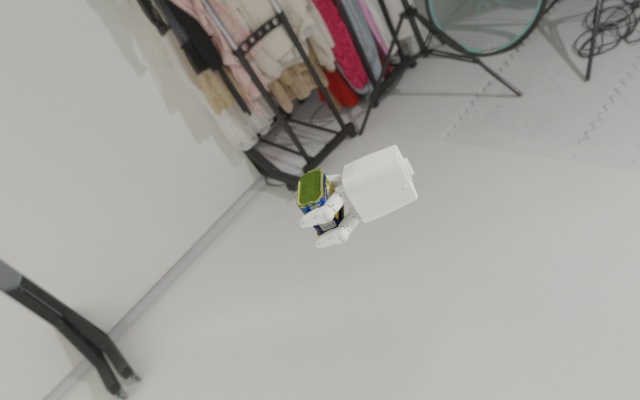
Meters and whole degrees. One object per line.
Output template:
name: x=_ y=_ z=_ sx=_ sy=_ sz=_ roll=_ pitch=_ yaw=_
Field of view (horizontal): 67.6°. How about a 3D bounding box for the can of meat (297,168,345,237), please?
can of meat: x=0.000 y=0.003 z=0.872 sx=0.057 sy=0.084 sz=0.102 roll=-22 pitch=36 yaw=17
